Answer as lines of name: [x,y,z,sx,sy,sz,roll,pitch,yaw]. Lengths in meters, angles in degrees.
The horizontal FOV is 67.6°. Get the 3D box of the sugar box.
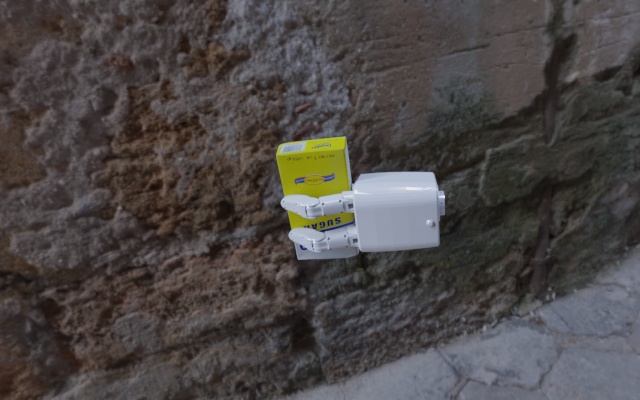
sugar box: [0.000,0.002,0.670,0.093,0.176,0.048,-5,29,10]
